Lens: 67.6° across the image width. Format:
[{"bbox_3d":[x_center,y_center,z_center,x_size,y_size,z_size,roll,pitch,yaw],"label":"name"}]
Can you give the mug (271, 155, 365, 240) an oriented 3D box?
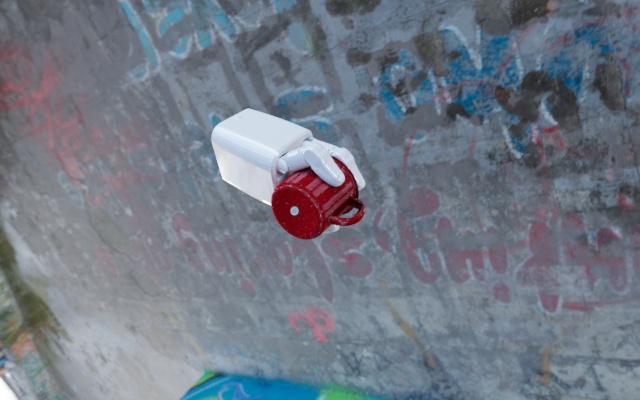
[{"bbox_3d":[0.001,0.003,0.612,0.117,0.093,0.081,24,40,22],"label":"mug"}]
